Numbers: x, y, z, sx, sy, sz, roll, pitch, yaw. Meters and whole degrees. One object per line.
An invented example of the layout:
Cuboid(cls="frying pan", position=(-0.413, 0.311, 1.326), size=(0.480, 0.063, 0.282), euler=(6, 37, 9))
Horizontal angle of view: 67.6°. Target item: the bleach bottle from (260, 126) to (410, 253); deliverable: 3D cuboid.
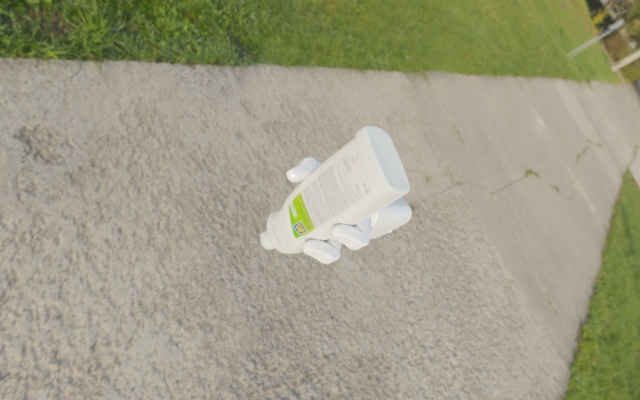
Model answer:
Cuboid(cls="bleach bottle", position=(0.000, 0.002, 0.674), size=(0.251, 0.102, 0.068), euler=(-32, -20, 36))
